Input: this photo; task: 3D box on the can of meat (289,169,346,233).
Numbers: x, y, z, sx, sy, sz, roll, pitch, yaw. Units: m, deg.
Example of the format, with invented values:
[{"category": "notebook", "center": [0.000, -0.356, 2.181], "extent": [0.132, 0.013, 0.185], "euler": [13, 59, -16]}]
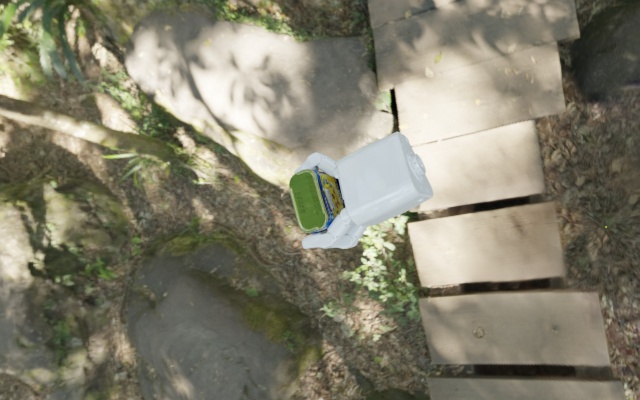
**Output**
[{"category": "can of meat", "center": [0.000, 0.002, 0.757], "extent": [0.057, 0.102, 0.084], "euler": [-22, -14, 27]}]
